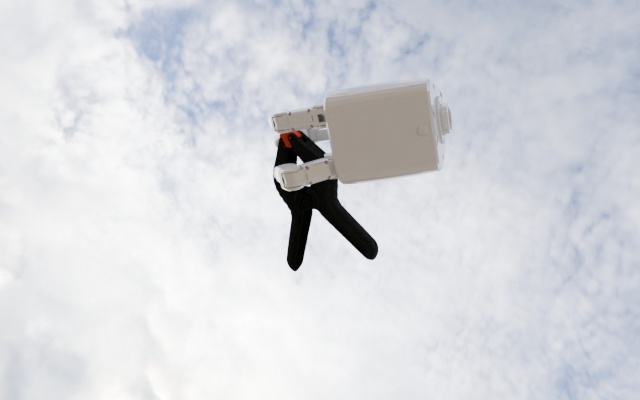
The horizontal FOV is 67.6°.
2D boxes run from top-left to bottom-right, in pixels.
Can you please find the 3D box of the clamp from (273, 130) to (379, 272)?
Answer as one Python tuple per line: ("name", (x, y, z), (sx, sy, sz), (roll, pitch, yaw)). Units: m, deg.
("clamp", (0.000, 0.001, 0.546), (0.120, 0.171, 0.039), (-5, 17, 23))
